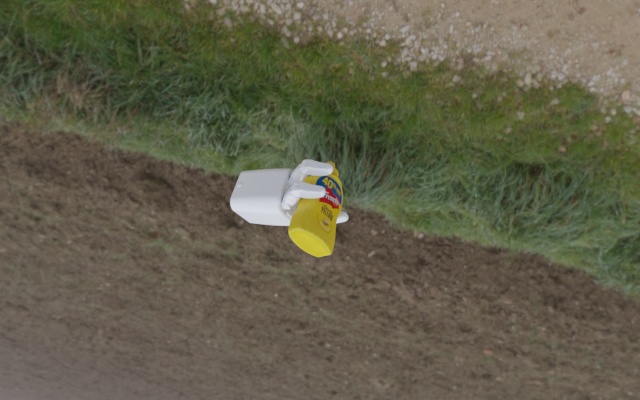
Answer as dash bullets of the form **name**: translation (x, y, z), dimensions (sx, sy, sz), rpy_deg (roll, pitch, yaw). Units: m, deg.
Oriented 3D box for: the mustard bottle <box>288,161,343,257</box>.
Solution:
- **mustard bottle**: translation (0.000, 0.003, 0.898), dimensions (0.058, 0.191, 0.096), rpy_deg (-18, -47, 37)
